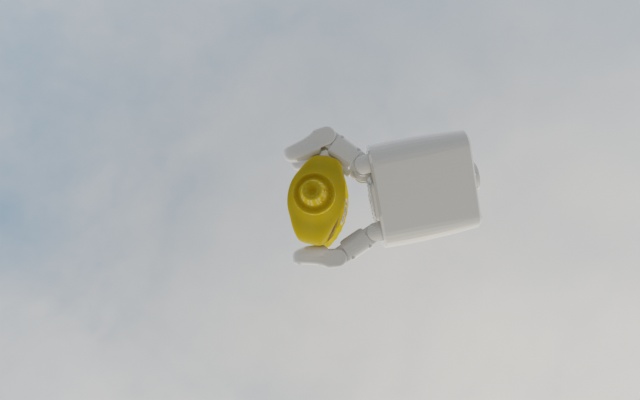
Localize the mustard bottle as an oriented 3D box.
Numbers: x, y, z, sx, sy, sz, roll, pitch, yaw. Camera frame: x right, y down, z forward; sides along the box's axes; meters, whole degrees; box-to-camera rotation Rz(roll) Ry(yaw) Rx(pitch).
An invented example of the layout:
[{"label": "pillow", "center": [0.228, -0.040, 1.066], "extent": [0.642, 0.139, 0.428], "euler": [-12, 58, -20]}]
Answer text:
[{"label": "mustard bottle", "center": [0.000, 0.002, 0.527], "extent": [0.058, 0.096, 0.191], "euler": [13, -5, 5]}]
